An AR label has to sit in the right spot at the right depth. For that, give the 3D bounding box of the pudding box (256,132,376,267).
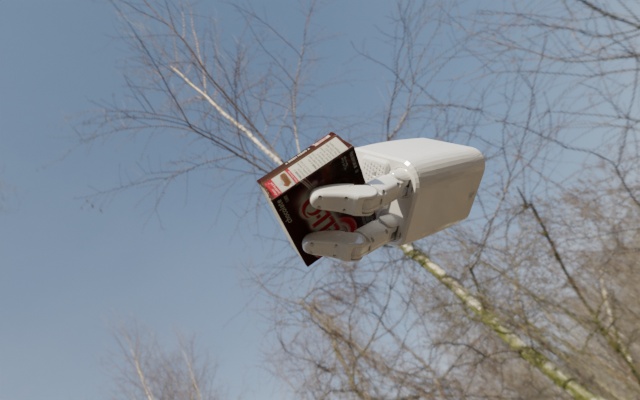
[{"bbox_3d":[0.000,0.001,0.466,0.090,0.114,0.039,-35,46,-10],"label":"pudding box"}]
